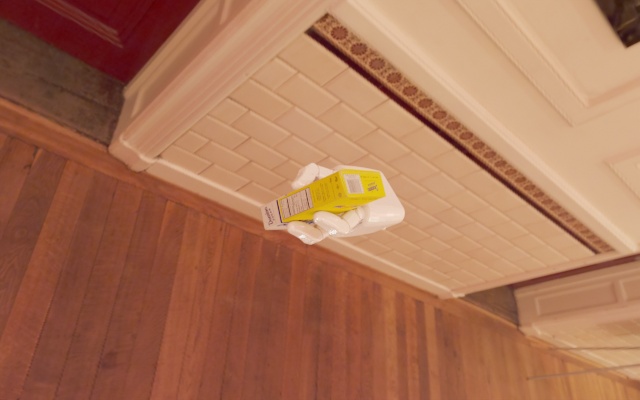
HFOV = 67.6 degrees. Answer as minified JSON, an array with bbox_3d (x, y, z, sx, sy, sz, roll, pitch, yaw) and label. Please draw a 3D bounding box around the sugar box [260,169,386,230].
[{"bbox_3d":[0.000,0.003,0.721,0.093,0.048,0.176,0,-20,-46],"label":"sugar box"}]
